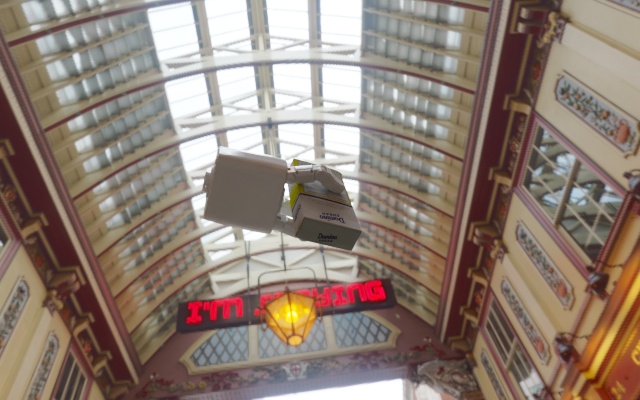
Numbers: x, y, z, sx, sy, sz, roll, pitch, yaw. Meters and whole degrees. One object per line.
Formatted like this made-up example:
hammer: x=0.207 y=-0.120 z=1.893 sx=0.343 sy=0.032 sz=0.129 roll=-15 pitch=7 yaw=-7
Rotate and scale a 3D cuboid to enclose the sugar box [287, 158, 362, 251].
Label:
sugar box: x=0.000 y=0.003 z=0.754 sx=0.093 sy=0.048 sz=0.176 roll=15 pitch=32 yaw=-17
